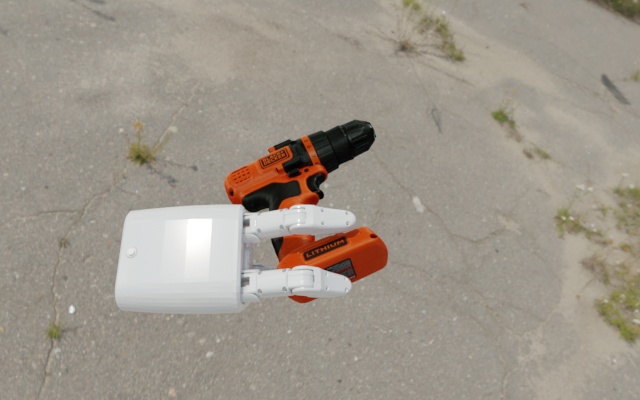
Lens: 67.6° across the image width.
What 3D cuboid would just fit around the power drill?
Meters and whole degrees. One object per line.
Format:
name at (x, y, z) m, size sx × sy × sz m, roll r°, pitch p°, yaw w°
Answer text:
power drill at (0.000, 0.002, 0.506) m, size 0.184 × 0.187 × 0.057 m, roll -25°, pitch -43°, yaw 0°
